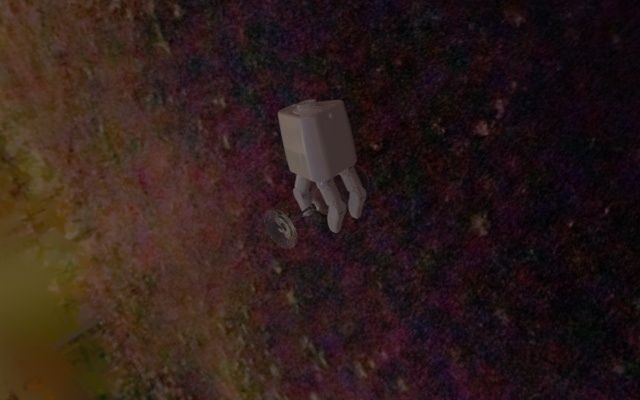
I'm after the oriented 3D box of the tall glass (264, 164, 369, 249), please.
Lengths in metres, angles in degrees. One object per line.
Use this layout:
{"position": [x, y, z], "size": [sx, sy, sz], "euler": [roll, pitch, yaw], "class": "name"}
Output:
{"position": [0.000, 0.003, 0.825], "size": [0.079, 0.079, 0.201], "euler": [0, 25, 47], "class": "tall glass"}
